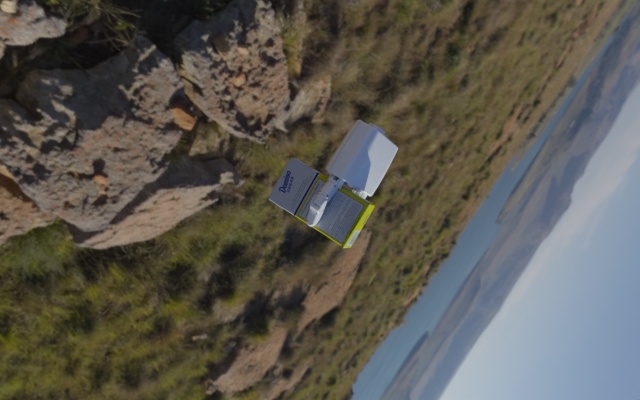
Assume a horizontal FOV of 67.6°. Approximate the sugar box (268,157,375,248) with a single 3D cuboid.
[{"bbox_3d":[0.000,0.003,0.875,0.176,0.093,0.048,33,7,22],"label":"sugar box"}]
